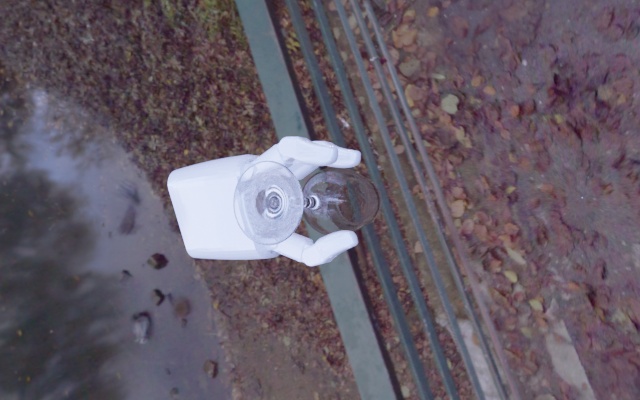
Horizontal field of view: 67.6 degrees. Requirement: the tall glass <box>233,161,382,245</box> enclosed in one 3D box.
[{"bbox_3d":[0.000,0.002,0.504,0.079,0.079,0.201,0,0,29],"label":"tall glass"}]
